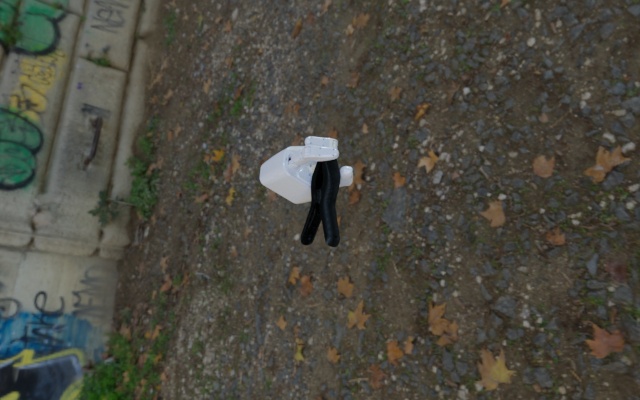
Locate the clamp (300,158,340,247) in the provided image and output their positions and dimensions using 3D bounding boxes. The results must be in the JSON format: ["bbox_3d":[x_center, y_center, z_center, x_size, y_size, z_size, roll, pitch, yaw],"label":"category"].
[{"bbox_3d":[0.000,0.002,0.835,0.039,0.171,0.120,14,-18,-31],"label":"clamp"}]
